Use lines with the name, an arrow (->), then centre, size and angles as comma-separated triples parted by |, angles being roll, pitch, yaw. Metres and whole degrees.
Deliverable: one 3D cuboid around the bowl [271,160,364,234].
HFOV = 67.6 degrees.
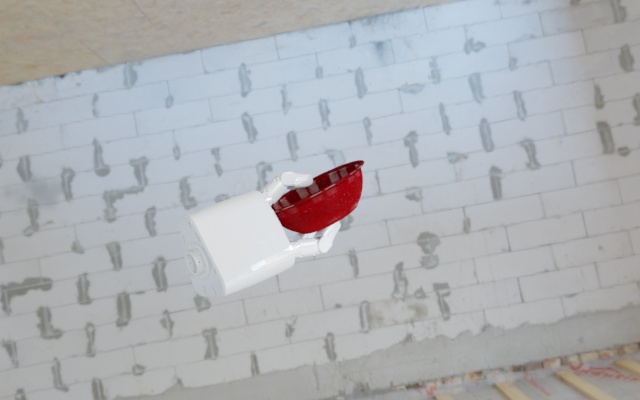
bowl -> 0.001, 0.002, 0.681 | 0.162, 0.055, 0.162 | -27, 10, 5
